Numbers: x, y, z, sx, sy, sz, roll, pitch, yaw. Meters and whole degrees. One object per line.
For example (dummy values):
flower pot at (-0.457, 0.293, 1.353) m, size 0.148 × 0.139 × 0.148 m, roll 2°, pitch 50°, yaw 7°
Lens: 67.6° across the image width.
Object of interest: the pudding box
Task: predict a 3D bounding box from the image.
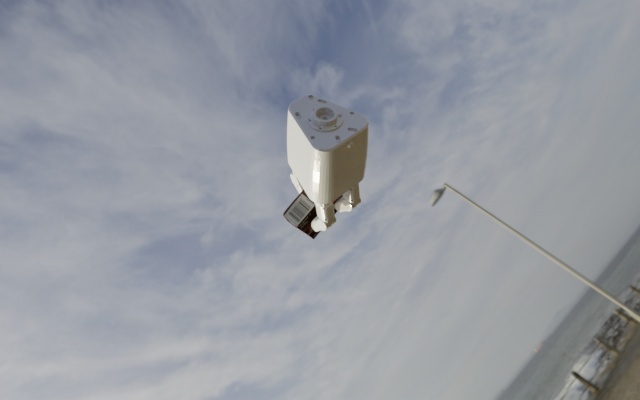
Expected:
pudding box at (0.000, 0.002, 0.775) m, size 0.039 × 0.113 × 0.090 m, roll 42°, pitch 0°, yaw 24°
